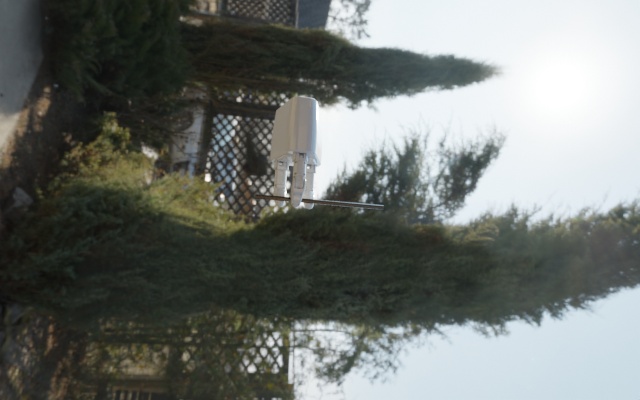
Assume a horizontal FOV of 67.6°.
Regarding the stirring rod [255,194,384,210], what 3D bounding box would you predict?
[{"bbox_3d":[0.000,0.003,0.882,0.239,0.011,0.011,5,-1,-9],"label":"stirring rod"}]
